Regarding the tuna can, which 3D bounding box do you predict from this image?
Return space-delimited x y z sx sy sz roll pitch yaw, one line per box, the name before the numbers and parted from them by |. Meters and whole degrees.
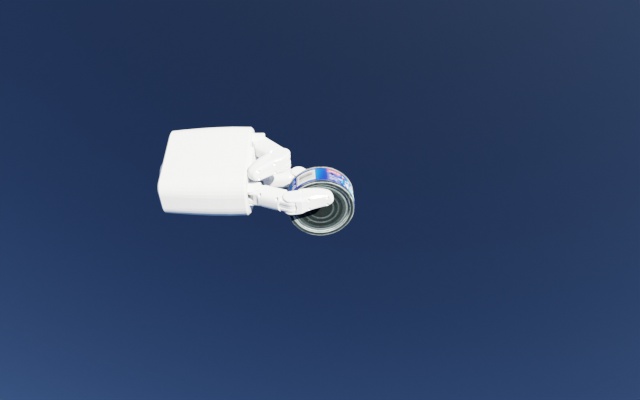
tuna can | 0.000 0.002 0.603 0.086 0.086 0.033 0 35 -3
